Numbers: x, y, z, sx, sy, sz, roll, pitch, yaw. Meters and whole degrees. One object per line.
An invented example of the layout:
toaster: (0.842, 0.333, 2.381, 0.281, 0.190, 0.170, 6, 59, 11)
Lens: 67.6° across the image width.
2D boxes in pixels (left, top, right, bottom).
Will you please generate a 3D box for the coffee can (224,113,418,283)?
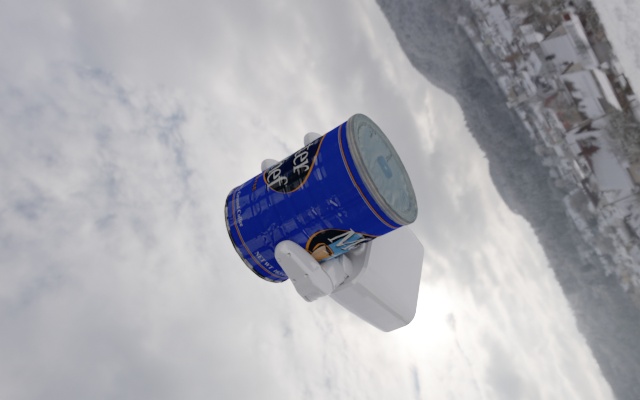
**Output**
coffee can: (0.000, 0.001, 0.427, 0.140, 0.102, 0.103, -28, -13, 25)
